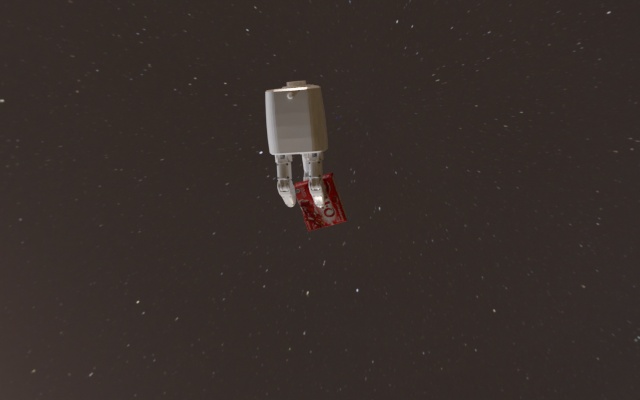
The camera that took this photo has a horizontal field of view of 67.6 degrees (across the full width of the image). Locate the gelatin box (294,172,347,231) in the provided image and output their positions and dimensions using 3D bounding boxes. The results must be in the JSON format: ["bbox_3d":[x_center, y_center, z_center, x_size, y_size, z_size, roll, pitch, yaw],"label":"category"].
[{"bbox_3d":[0.000,0.003,0.852,0.073,0.089,0.030,-16,18,11],"label":"gelatin box"}]
